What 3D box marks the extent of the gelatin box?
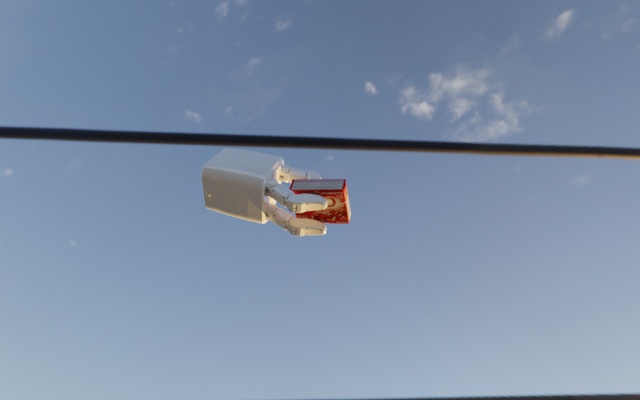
[{"bbox_3d":[0.001,0.002,0.760,0.089,0.073,0.030,0,42,13],"label":"gelatin box"}]
